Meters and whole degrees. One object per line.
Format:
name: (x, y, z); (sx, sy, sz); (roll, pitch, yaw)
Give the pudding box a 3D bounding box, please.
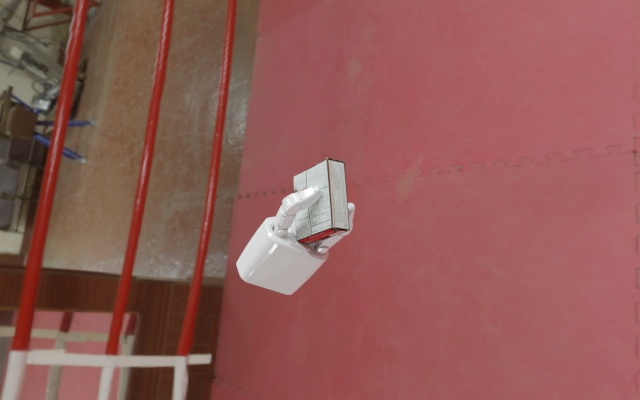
pudding box: (0.000, 0.002, 0.730); (0.039, 0.113, 0.090); (9, -21, -39)
